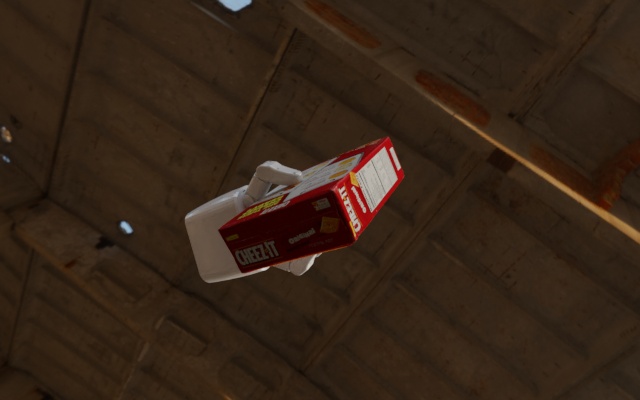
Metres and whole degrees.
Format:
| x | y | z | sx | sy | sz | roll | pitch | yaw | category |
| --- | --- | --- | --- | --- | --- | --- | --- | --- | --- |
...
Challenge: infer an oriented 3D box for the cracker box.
| x | y | z | sx | sy | sz | roll | pitch | yaw | category |
| --- | --- | --- | --- | --- | --- | --- | --- | --- | --- |
| 0.000 | 0.002 | 0.611 | 0.164 | 0.072 | 0.213 | -19 | 13 | 30 | cracker box |
